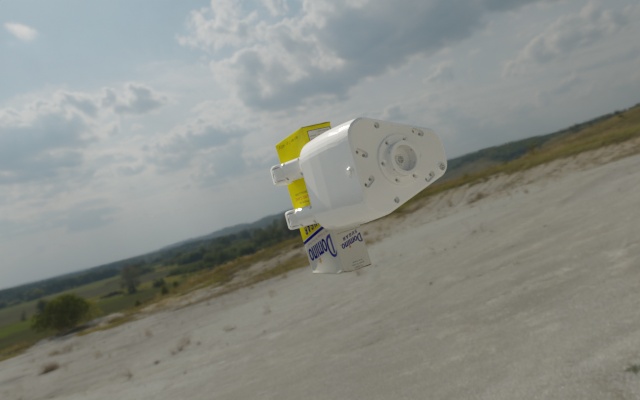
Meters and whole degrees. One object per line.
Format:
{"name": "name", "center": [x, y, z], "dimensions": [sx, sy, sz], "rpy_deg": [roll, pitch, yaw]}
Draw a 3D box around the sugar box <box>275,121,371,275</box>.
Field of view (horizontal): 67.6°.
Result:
{"name": "sugar box", "center": [0.000, 0.002, 0.588], "dimensions": [0.048, 0.176, 0.093], "rpy_deg": [-14, -2, -26]}
